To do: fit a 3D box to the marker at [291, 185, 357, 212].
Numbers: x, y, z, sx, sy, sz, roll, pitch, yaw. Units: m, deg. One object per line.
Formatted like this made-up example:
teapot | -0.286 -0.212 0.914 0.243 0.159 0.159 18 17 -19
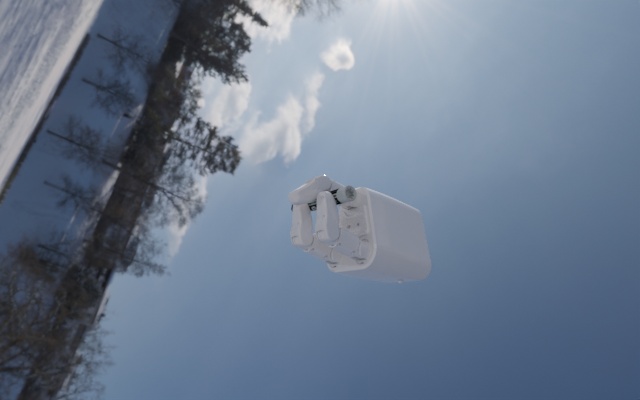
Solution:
marker | 0.000 0.002 0.600 0.020 0.020 0.121 0 -10 -36
